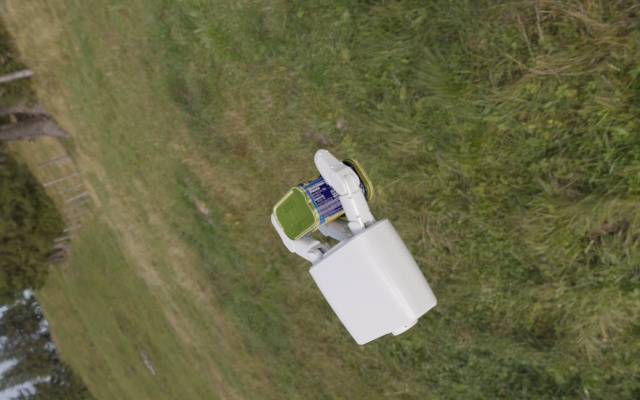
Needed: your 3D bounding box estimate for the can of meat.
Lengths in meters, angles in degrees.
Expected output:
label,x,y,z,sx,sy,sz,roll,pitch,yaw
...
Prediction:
label,x,y,z,sx,sy,sz,roll,pitch,yaw
can of meat,0.000,0.002,0.569,0.084,0.057,0.102,-28,-6,-30
